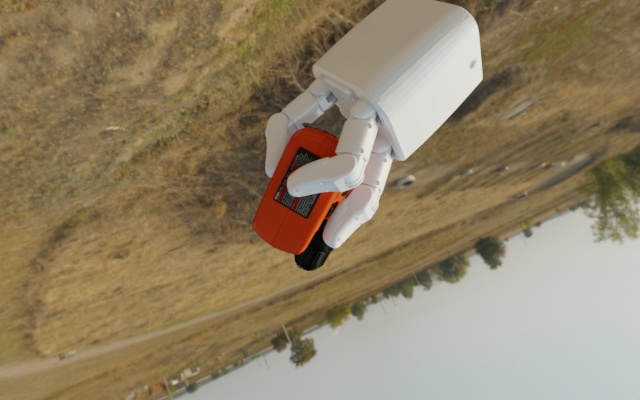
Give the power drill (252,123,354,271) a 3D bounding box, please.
[{"bbox_3d":[0.000,0.001,0.481,0.057,0.184,0.187,27,10,12],"label":"power drill"}]
